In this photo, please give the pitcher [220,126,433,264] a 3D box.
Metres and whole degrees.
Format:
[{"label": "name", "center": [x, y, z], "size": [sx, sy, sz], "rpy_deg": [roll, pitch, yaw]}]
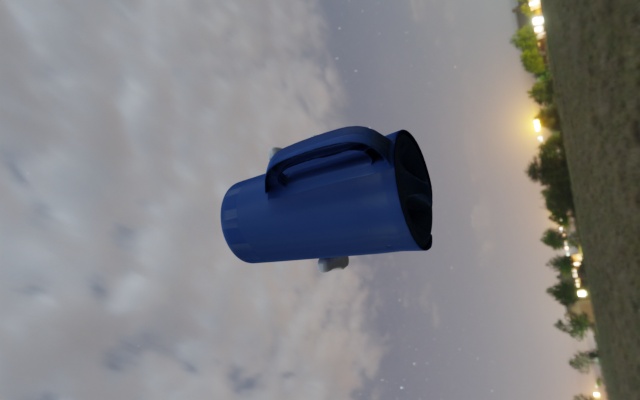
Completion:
[{"label": "pitcher", "center": [0.000, 0.002, 0.561], "size": [0.243, 0.149, 0.145], "rpy_deg": [-11, 6, 27]}]
